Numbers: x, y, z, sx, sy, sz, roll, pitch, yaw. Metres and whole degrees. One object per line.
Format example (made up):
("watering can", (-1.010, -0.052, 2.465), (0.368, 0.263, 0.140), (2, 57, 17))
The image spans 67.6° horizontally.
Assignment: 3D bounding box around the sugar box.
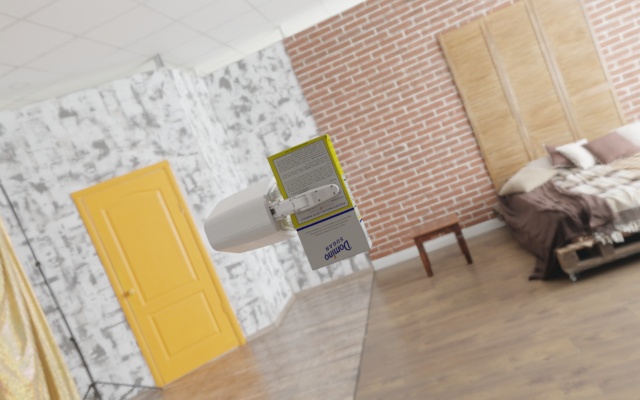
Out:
("sugar box", (0.000, 0.002, 0.690), (0.093, 0.176, 0.048), (-21, 4, 11))
